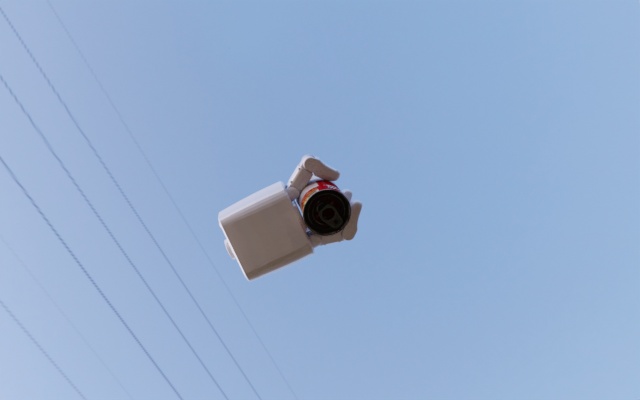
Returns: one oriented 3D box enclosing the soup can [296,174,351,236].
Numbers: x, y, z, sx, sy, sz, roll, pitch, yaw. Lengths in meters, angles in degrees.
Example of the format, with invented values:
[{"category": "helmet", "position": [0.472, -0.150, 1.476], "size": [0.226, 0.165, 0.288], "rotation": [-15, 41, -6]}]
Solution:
[{"category": "soup can", "position": [0.000, 0.002, 0.700], "size": [0.068, 0.068, 0.102], "rotation": [0, 17, -11]}]
